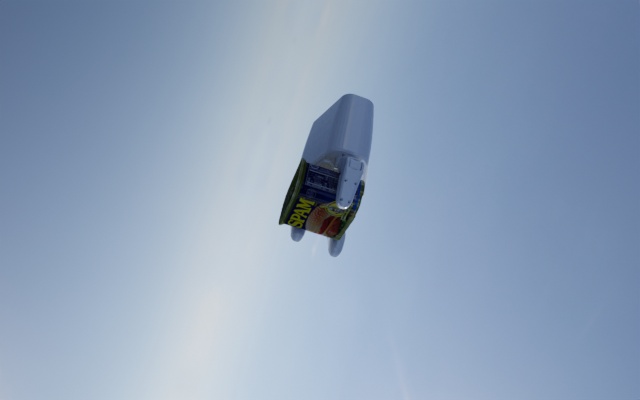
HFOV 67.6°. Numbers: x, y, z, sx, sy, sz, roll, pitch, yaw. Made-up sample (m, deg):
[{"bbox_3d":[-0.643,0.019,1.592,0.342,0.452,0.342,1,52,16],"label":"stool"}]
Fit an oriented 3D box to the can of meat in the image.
[{"bbox_3d":[0.000,0.002,0.610,0.084,0.057,0.102,17,-35,-9],"label":"can of meat"}]
